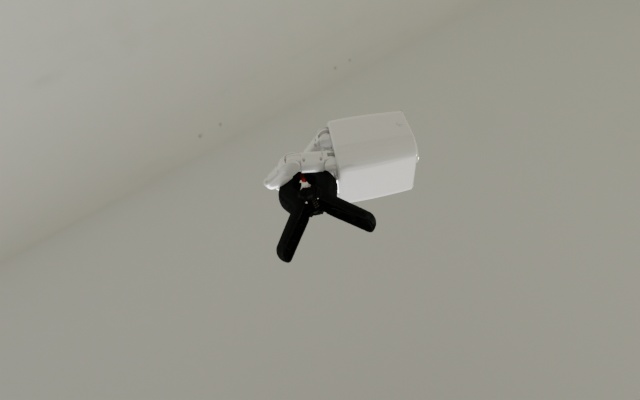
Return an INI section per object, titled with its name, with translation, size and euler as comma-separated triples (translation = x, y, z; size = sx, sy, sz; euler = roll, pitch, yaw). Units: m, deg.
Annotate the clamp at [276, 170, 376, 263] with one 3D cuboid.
[clamp]
translation = 0.000, 0.002, 0.606
size = 0.120, 0.039, 0.171
euler = -10, 41, 0
